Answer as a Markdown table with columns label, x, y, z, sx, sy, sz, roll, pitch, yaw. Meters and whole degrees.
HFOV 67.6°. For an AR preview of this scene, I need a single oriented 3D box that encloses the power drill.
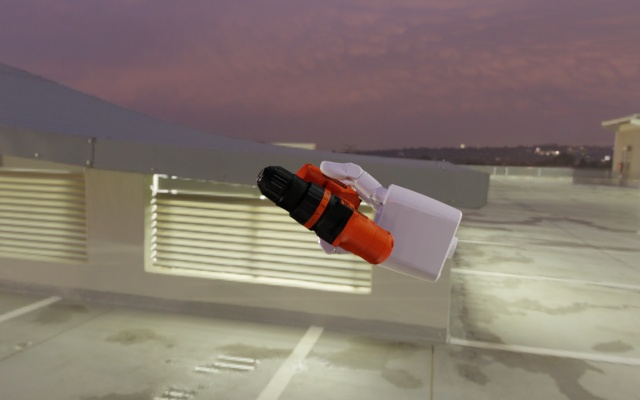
| label | x | y | z | sx | sy | sz | roll | pitch | yaw |
| --- | --- | --- | --- | --- | --- | --- | --- | --- | --- |
| power drill | 0.000 | 0.002 | 0.634 | 0.184 | 0.057 | 0.187 | 34 | 10 | -11 |
